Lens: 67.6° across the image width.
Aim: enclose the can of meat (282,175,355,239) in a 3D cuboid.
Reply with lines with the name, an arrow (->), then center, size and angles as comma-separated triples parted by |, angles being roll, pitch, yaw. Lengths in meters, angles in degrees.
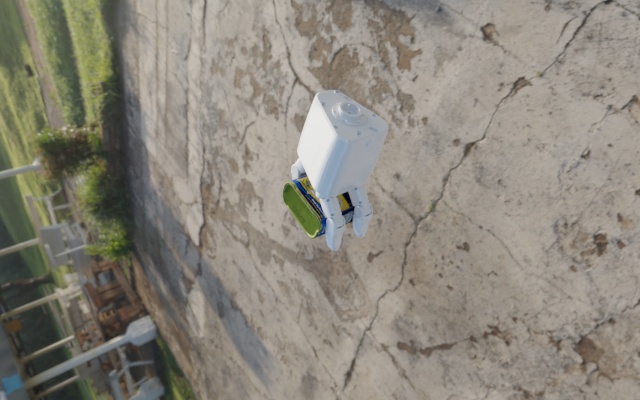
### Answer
can of meat -> 0.000, 0.003, 0.753 | 0.084, 0.102, 0.057 | -22, -27, -34
